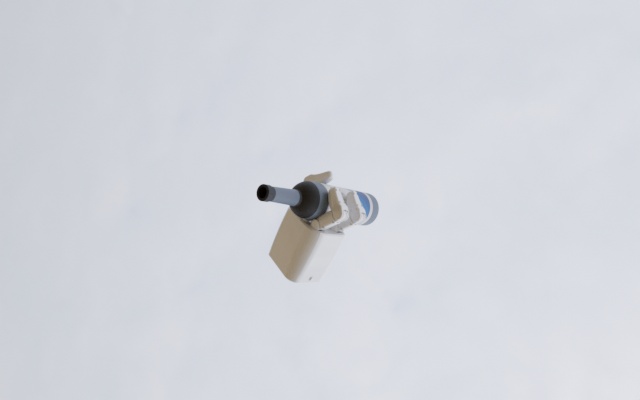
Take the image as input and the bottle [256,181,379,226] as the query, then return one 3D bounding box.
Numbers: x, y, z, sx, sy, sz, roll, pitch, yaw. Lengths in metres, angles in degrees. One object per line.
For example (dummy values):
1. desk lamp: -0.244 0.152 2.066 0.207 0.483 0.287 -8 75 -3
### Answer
1. bottle: 0.000 0.003 0.851 0.069 0.069 0.296 0 -6 38
